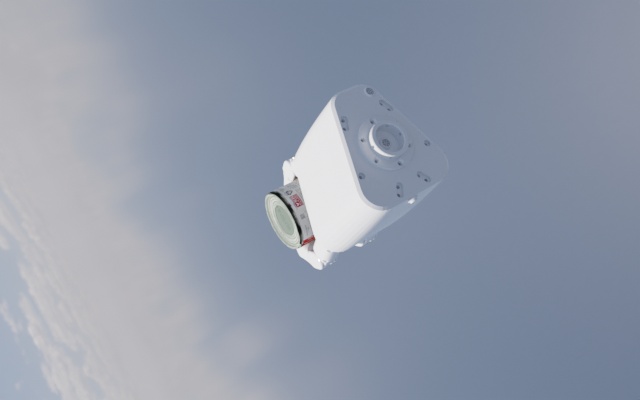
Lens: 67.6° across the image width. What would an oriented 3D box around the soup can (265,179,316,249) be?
[{"bbox_3d":[0.000,0.002,0.520,0.102,0.068,0.068,-27,13,-26],"label":"soup can"}]
